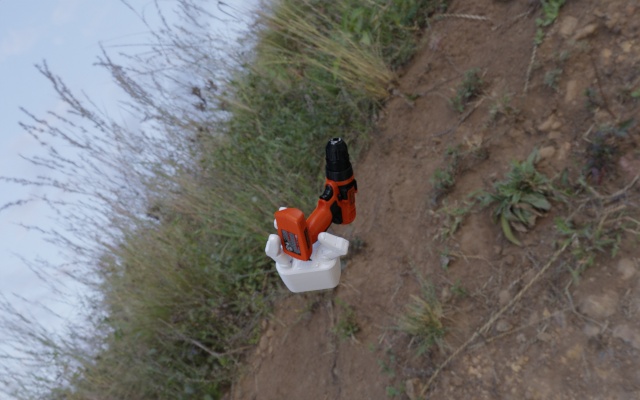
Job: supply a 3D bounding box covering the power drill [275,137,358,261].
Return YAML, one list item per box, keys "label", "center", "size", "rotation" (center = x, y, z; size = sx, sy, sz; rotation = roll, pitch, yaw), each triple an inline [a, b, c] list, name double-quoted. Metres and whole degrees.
- label: "power drill"
  center: [0.000, 0.003, 0.850]
  size: [0.057, 0.185, 0.187]
  rotation: [17, 43, 34]
